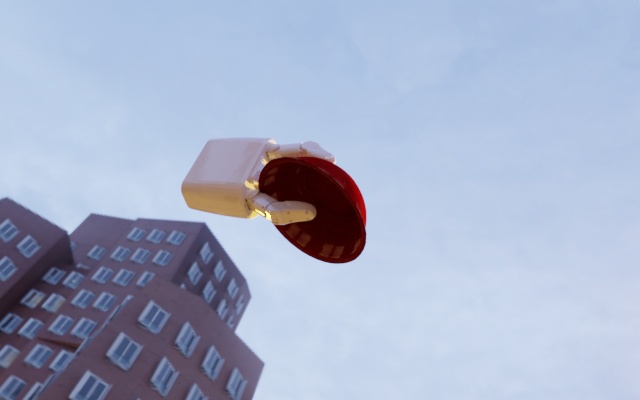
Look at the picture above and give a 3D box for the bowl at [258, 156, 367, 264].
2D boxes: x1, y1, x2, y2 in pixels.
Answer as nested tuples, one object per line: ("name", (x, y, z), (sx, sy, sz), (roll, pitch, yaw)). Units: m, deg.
("bowl", (0.001, 0.002, 0.606), (0.162, 0.162, 0.055), (0, 34, 43))
